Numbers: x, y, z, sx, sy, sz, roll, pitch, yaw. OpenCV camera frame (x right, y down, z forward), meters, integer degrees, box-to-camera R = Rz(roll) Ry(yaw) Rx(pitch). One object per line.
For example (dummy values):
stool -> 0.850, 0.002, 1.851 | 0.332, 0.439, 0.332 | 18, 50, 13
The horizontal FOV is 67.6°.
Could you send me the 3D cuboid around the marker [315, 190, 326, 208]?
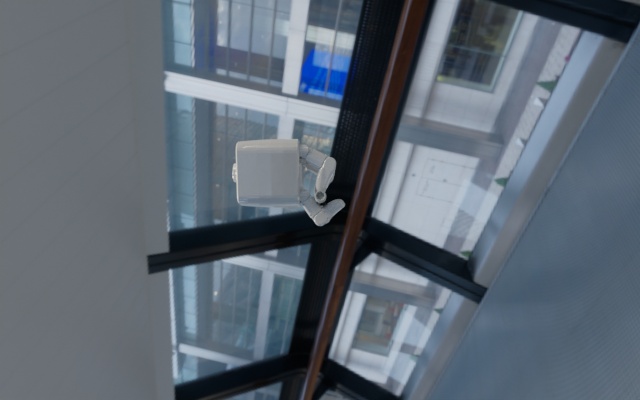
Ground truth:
marker -> 0.000, 0.003, 0.834 | 0.020, 0.020, 0.121 | 0, -10, 0
